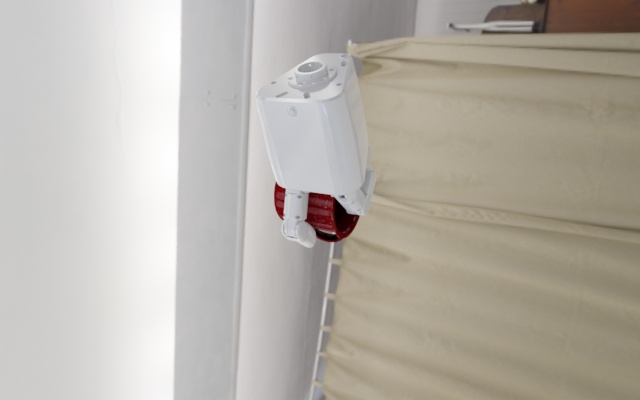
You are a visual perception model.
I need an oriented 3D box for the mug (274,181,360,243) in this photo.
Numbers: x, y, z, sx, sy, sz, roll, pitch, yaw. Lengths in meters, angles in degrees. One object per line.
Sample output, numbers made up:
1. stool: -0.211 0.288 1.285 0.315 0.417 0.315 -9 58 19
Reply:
1. mug: 0.000 0.003 0.577 0.081 0.117 0.093 9 42 25
